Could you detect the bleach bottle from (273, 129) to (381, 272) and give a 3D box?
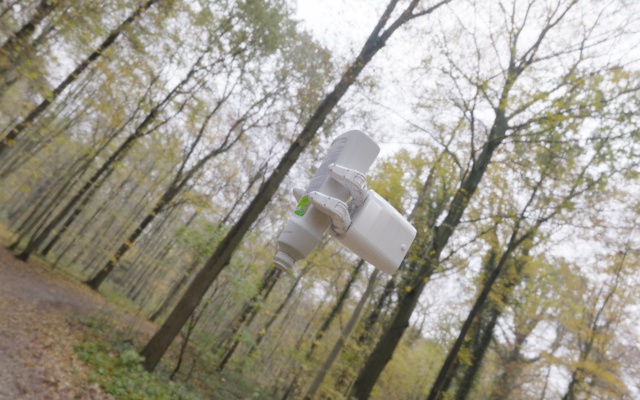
[{"bbox_3d":[0.000,0.002,0.767,0.068,0.250,0.102,39,-21,-15],"label":"bleach bottle"}]
